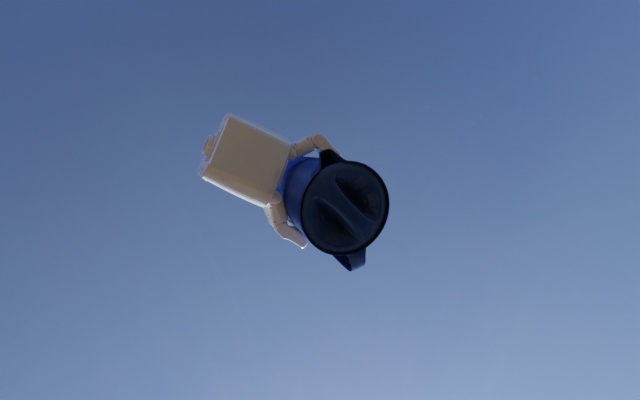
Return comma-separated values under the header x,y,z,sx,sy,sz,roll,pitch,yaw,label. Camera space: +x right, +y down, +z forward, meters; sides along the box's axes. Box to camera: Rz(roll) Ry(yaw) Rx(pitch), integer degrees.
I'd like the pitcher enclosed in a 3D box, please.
x,y,z,sx,sy,sz,roll,pitch,yaw,label
0.000,0.002,0.759,0.145,0.149,0.243,24,1,-21,pitcher
